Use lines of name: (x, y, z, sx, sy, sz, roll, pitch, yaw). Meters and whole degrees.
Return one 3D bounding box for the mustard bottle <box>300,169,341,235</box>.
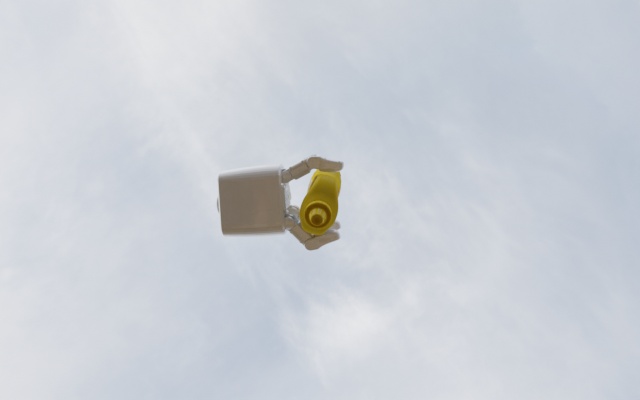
mustard bottle: (0.000, 0.003, 0.772, 0.058, 0.096, 0.191, 18, 16, -1)
